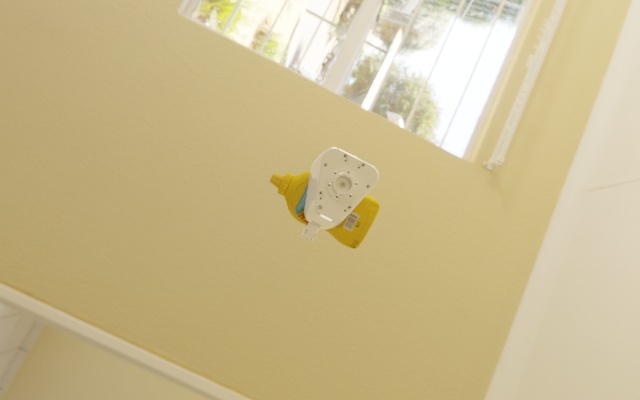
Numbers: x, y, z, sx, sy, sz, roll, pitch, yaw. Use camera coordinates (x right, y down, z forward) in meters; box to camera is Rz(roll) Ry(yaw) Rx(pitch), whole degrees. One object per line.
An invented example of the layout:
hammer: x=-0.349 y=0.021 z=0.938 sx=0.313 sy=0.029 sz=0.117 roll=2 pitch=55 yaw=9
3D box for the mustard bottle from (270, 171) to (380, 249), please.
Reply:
mustard bottle: x=0.000 y=0.003 z=0.839 sx=0.191 sy=0.096 sz=0.058 roll=27 pitch=15 yaw=-4
